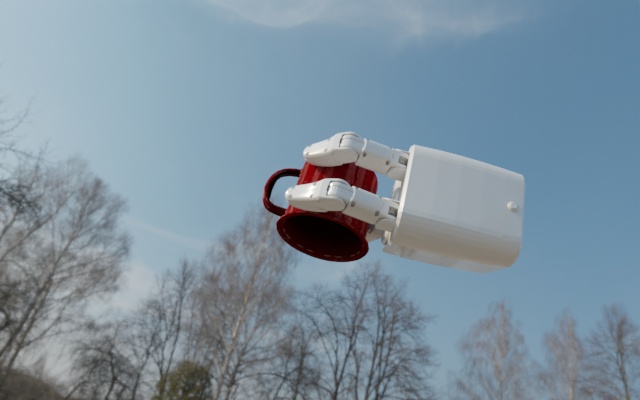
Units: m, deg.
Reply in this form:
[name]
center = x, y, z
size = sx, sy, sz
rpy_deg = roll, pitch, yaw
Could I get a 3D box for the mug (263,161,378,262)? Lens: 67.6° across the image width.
[mug]
center = -0.001, 0.001, 0.484
size = 0.117, 0.081, 0.093
rpy_deg = 16, -31, 3
